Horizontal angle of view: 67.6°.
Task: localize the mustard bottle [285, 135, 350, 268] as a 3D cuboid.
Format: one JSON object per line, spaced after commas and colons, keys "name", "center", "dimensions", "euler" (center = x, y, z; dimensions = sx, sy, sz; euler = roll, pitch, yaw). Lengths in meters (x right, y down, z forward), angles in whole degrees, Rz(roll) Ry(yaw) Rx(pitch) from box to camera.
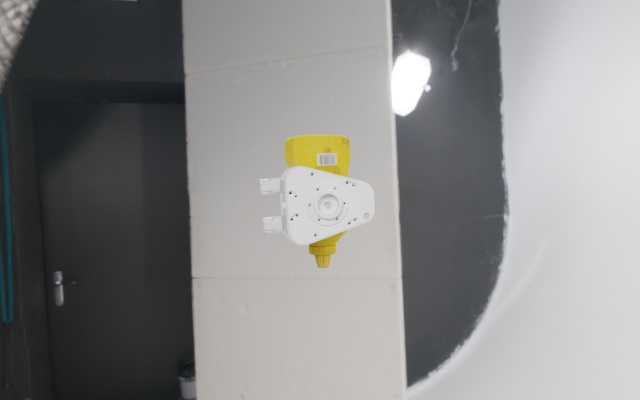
{"name": "mustard bottle", "center": [0.000, 0.002, 0.698], "dimensions": [0.096, 0.191, 0.058], "euler": [-4, 1, -31]}
